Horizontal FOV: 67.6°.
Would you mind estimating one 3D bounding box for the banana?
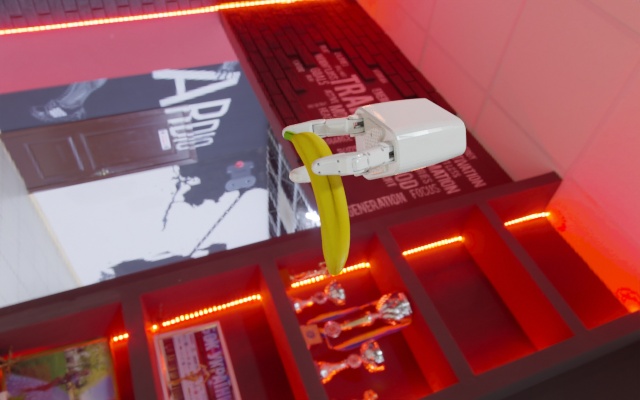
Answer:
[{"bbox_3d":[0.005,-0.005,0.593,0.037,0.198,0.069,-15,-5,-22],"label":"banana"}]
